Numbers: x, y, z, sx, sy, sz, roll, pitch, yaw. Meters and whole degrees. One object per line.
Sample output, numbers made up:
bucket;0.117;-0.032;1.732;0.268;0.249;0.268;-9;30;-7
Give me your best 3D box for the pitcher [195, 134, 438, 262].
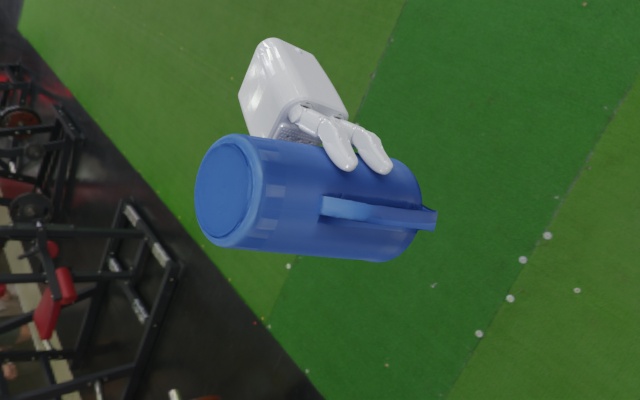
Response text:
pitcher;0.000;0.002;0.517;0.243;0.145;0.149;7;-40;-45
